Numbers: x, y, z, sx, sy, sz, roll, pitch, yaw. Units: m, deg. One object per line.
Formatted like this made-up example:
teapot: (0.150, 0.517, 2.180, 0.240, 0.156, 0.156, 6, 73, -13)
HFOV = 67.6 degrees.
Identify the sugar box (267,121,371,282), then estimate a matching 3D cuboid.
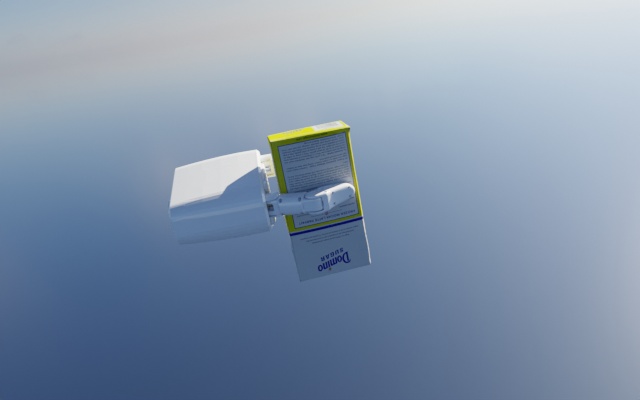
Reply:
sugar box: (0.000, 0.002, 0.571, 0.093, 0.176, 0.048, -12, 21, -7)
